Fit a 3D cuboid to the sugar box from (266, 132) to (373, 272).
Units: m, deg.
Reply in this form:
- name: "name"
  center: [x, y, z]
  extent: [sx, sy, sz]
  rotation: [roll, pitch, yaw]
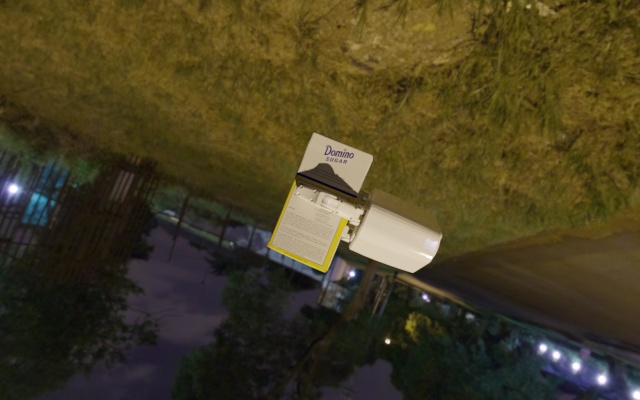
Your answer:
- name: "sugar box"
  center: [0.000, 0.002, 0.680]
  extent: [0.093, 0.176, 0.048]
  rotation: [23, -3, 6]
